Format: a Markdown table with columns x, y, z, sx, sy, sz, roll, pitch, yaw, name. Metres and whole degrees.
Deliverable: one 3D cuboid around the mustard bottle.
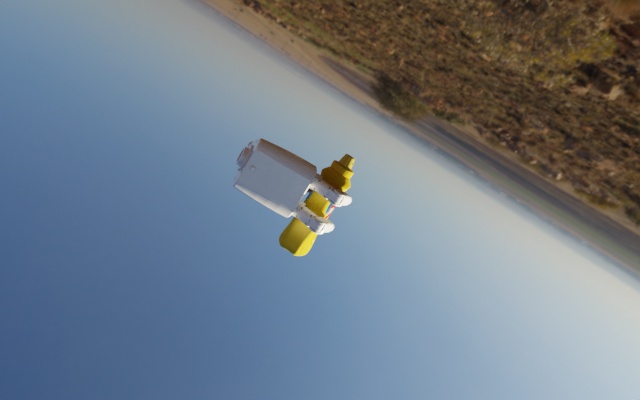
| x | y | z | sx | sy | sz | roll | pitch | yaw | name |
| --- | --- | --- | --- | --- | --- | --- | --- | --- | --- |
| 0.000 | 0.003 | 0.836 | 0.058 | 0.191 | 0.096 | 34 | 11 | 6 | mustard bottle |
